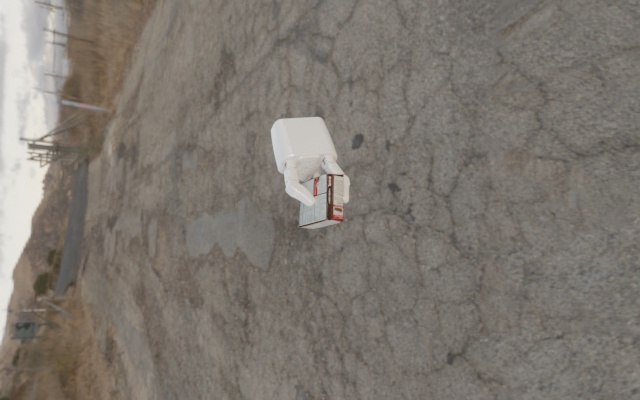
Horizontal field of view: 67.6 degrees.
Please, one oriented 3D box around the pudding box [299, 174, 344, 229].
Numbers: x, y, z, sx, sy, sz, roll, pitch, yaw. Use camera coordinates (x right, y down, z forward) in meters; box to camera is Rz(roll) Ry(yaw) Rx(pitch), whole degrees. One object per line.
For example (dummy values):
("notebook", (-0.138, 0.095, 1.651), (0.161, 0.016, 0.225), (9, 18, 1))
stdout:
("pudding box", (0.000, 0.003, 0.899), (0.039, 0.090, 0.113), (6, -12, -28))
